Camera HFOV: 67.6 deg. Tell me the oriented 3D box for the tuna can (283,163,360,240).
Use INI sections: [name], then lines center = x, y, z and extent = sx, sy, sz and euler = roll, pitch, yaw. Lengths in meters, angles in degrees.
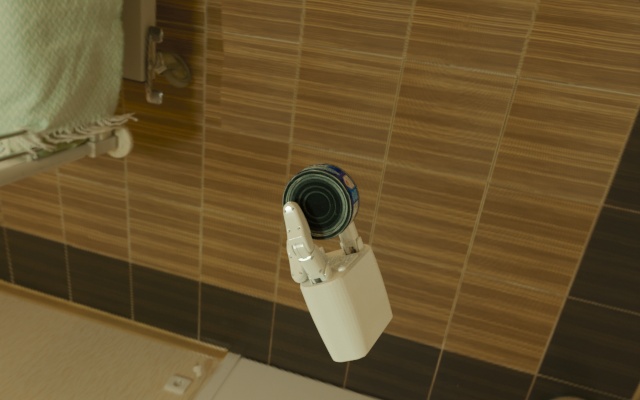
[tuna can]
center = 0.000, 0.002, 0.552
extent = 0.086, 0.086, 0.033
euler = 0, 15, 19
